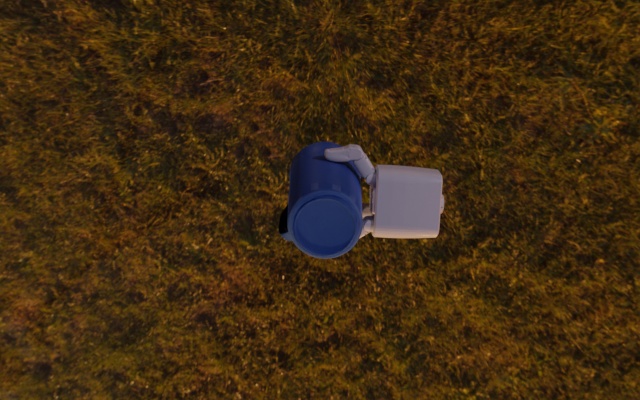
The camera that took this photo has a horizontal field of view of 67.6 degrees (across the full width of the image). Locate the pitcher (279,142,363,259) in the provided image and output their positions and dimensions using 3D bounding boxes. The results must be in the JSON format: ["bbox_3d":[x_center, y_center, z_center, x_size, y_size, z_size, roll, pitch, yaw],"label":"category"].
[{"bbox_3d":[0.000,0.003,0.783,0.145,0.149,0.242,3,20,0],"label":"pitcher"}]
